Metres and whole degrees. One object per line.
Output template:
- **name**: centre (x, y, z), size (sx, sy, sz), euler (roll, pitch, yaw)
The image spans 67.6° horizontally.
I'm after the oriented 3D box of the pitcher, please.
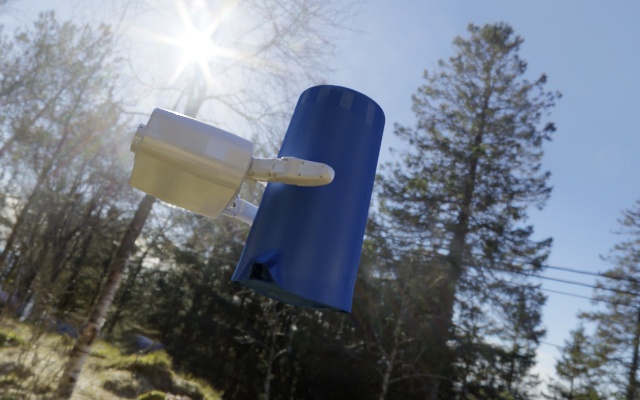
- **pitcher**: centre (0.000, 0.002, 0.552), size (0.145, 0.242, 0.149), euler (20, -15, -17)
